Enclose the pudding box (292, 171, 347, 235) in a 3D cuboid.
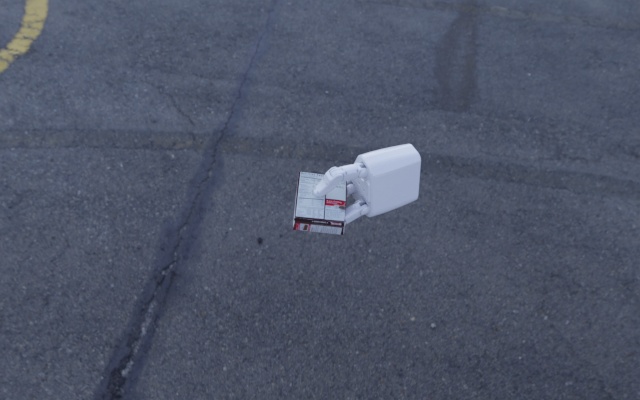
[{"bbox_3d":[0.000,0.003,0.841,0.090,0.113,0.039,6,-42,-2],"label":"pudding box"}]
